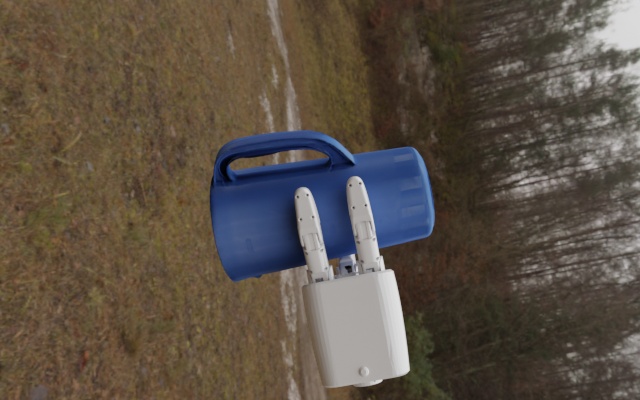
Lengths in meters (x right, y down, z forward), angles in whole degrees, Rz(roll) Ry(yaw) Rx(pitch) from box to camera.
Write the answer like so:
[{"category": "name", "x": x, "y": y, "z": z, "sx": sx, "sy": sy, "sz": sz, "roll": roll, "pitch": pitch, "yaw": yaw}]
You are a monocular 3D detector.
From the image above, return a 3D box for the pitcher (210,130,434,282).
[{"category": "pitcher", "x": 0.000, "y": 0.002, "z": 0.554, "sx": 0.243, "sy": 0.145, "sz": 0.149, "roll": -11, "pitch": -12, "yaw": 3}]
